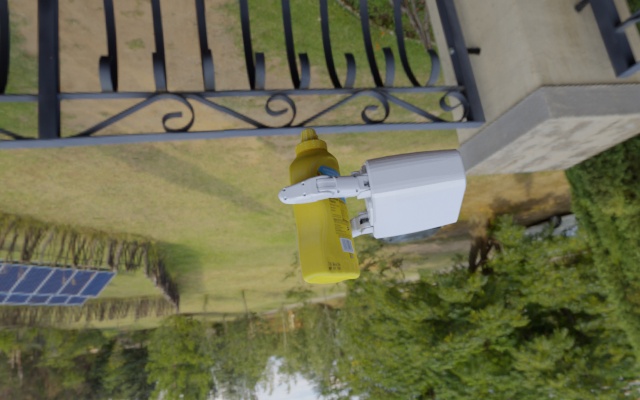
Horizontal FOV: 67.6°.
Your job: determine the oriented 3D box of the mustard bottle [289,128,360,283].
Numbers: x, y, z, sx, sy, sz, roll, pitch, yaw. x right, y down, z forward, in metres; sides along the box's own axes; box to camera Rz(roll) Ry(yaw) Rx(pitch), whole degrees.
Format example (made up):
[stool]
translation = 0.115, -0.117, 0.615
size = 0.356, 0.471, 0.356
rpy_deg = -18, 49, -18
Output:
[mustard bottle]
translation = 0.000, 0.002, 0.583
size = 0.058, 0.191, 0.096
rpy_deg = -17, -17, 25
